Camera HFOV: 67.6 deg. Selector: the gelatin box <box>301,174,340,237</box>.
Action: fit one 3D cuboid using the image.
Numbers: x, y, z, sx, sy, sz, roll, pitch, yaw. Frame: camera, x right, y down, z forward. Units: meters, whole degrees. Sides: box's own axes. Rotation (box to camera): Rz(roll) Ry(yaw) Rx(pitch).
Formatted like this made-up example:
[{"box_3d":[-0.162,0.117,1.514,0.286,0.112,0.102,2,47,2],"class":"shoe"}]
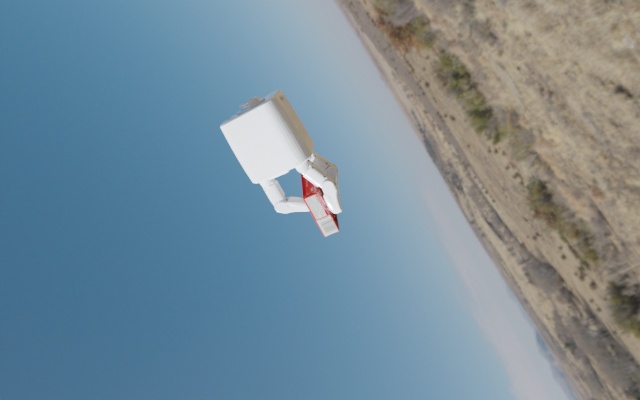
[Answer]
[{"box_3d":[0.000,0.003,0.784,0.030,0.089,0.073,-22,32,11],"class":"gelatin box"}]
